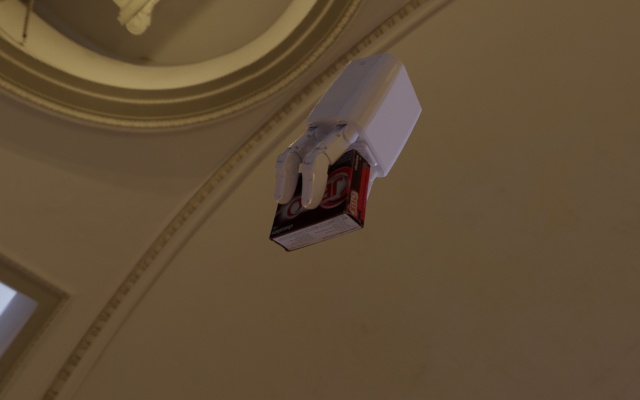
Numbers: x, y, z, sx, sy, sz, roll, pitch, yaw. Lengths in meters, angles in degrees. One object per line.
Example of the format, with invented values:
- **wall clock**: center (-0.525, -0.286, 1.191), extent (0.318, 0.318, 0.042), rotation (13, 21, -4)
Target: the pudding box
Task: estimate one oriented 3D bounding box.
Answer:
- **pudding box**: center (0.000, 0.002, 0.543), extent (0.113, 0.090, 0.039), rotation (-23, -50, 36)
